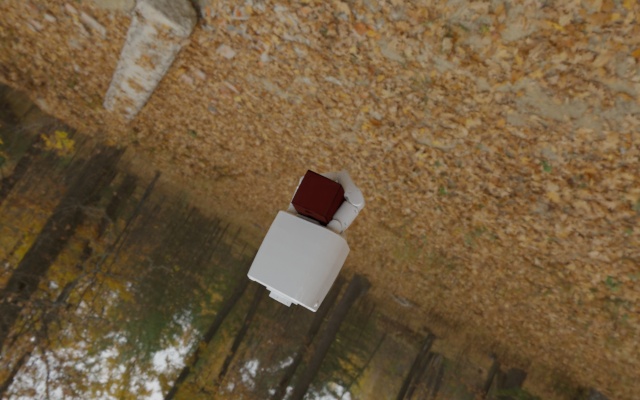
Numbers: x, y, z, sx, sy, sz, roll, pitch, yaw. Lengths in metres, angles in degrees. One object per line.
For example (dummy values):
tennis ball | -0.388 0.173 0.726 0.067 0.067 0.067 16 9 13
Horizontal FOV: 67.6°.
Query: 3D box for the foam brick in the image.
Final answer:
foam brick | 0.000 0.002 0.657 0.053 0.051 0.078 25 -13 16
